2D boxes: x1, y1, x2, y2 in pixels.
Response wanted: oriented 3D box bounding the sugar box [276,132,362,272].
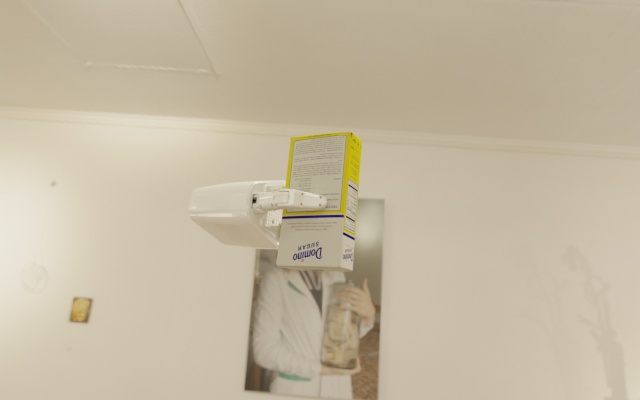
[{"bbox_3d":[0.000,0.002,0.619,0.093,0.176,0.048,-2,-14,29],"label":"sugar box"}]
